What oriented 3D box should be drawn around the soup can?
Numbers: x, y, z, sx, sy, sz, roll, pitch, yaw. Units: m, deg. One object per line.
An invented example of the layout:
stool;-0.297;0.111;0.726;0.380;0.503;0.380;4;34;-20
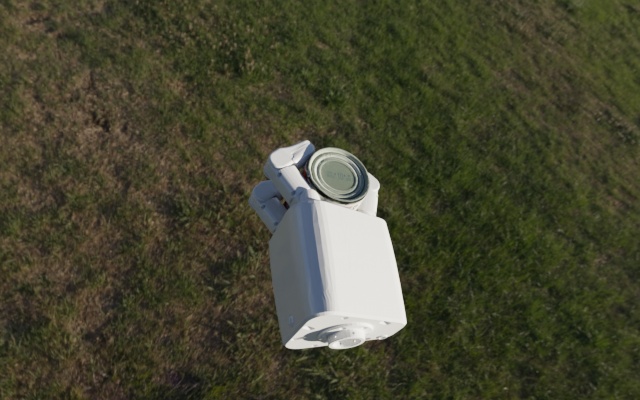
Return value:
soup can;0.000;0.001;0.496;0.068;0.068;0.102;0;-33;-25
